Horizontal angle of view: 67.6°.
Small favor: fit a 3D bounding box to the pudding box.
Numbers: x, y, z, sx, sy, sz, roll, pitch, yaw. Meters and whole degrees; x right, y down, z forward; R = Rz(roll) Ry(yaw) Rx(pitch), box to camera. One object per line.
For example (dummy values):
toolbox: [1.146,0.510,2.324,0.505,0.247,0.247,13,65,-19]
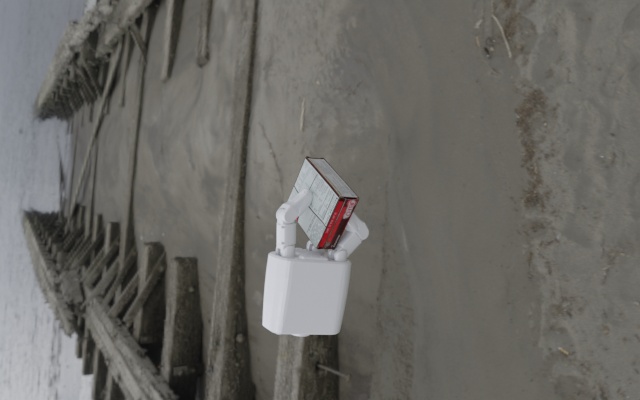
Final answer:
pudding box: [0.000,0.002,0.685,0.039,0.090,0.113,4,32,-37]
